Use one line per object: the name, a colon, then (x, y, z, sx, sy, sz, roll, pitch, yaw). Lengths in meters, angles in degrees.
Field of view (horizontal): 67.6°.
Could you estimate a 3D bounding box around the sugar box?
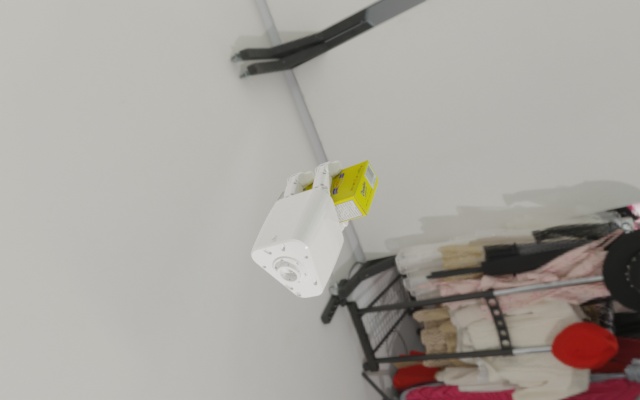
sugar box: (0.000, 0.002, 0.751, 0.176, 0.048, 0.093, -17, 30, 31)
